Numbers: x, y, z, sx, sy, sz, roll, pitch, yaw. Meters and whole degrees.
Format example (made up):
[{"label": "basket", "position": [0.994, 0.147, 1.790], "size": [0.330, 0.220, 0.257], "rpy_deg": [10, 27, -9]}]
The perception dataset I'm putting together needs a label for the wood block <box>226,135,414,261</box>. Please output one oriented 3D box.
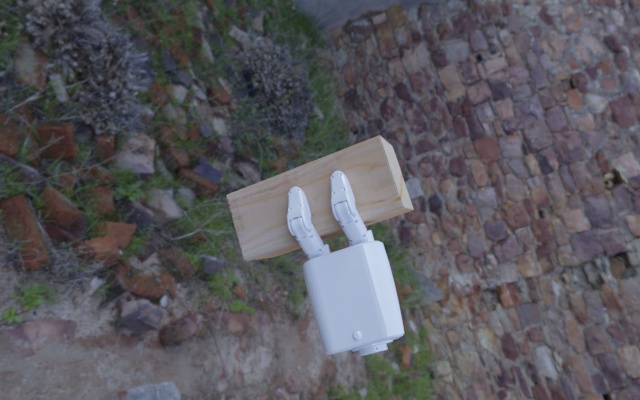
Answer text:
[{"label": "wood block", "position": [0.000, 0.002, 0.604], "size": [0.206, 0.090, 0.091], "rpy_deg": [-20, -9, 17]}]
